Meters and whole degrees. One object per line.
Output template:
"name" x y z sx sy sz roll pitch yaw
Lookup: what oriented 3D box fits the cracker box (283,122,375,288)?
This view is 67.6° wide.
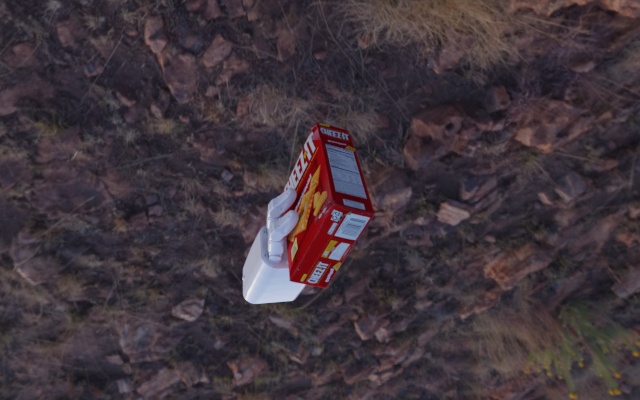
"cracker box" 0.000 0.003 0.756 0.072 0.164 0.213 15 37 -20
